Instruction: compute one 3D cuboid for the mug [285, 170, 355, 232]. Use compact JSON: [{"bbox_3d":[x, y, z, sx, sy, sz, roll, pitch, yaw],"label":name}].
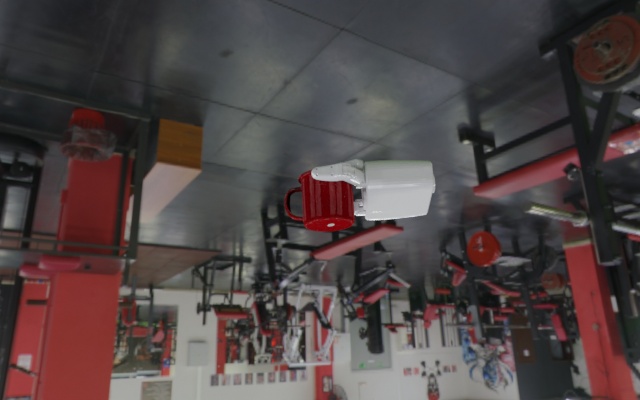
[{"bbox_3d":[-0.001,0.003,0.766,0.117,0.081,0.093,-5,-18,4],"label":"mug"}]
